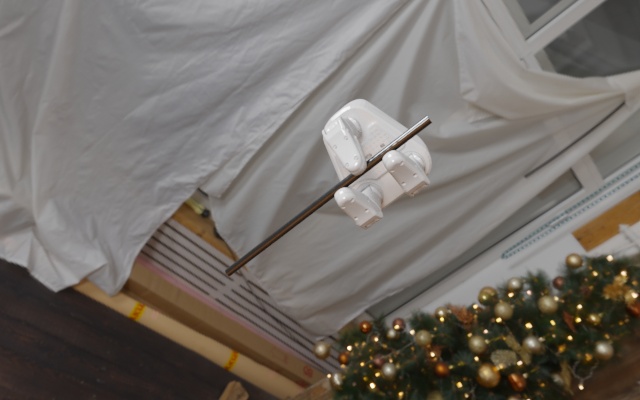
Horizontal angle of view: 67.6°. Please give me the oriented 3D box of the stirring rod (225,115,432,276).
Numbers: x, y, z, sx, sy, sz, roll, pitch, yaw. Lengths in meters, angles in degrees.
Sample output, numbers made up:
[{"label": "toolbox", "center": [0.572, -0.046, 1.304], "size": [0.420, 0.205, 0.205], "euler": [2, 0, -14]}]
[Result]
[{"label": "stirring rod", "center": [0.000, 0.001, 0.436], "size": [0.239, 0.011, 0.011], "euler": [-37, -13, 17]}]
